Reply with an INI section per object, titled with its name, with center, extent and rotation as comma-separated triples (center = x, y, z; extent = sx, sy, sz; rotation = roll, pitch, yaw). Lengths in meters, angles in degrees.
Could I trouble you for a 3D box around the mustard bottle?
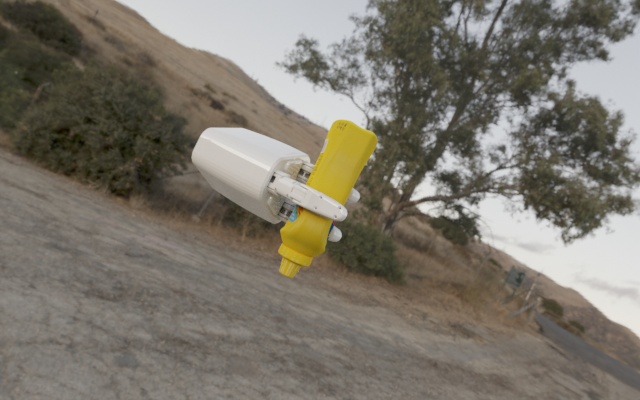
[mustard bottle]
center = 0.001, 0.002, 0.565
extent = 0.058, 0.191, 0.096
rotation = 26, 0, -8
